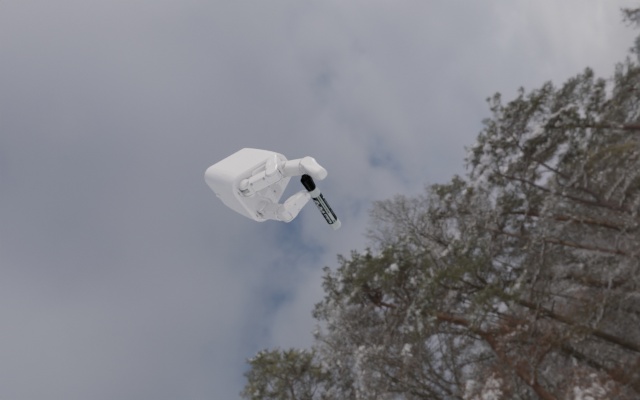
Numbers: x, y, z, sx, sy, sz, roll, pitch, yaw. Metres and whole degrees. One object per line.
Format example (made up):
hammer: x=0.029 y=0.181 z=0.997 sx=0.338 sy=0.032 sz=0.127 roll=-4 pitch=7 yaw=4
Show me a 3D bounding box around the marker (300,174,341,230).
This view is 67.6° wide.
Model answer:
marker: x=0.000 y=0.003 z=0.779 sx=0.020 sy=0.020 sz=0.121 roll=0 pitch=-43 yaw=37
